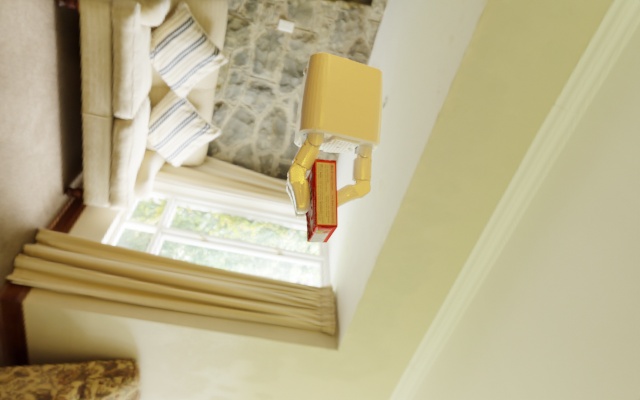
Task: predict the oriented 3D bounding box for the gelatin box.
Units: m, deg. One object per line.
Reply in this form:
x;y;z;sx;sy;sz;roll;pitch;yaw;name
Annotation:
0.001;0.002;0.604;0.030;0.089;0.073;2;-20;-10;gelatin box
